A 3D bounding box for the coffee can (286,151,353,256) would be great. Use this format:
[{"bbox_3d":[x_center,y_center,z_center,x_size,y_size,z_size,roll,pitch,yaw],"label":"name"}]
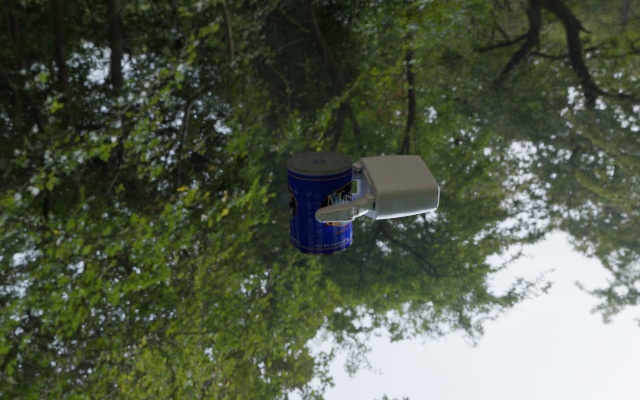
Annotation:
[{"bbox_3d":[0.000,0.002,0.764,0.103,0.140,0.102,-1,23,1],"label":"coffee can"}]
